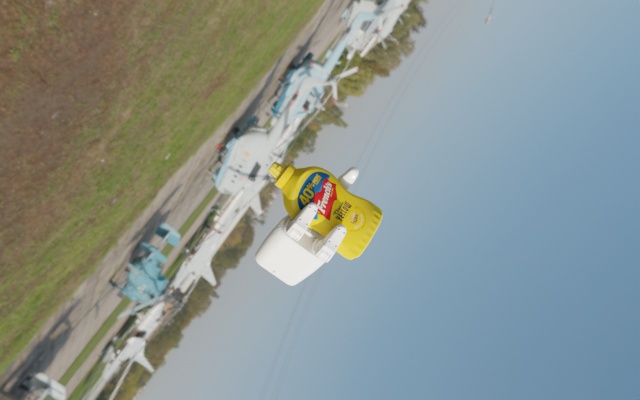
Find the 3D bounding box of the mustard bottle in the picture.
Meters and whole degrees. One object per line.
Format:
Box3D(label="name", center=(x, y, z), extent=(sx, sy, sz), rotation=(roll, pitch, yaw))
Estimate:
Box3D(label="mustard bottle", center=(0.000, 0.002, 0.753), extent=(0.191, 0.096, 0.058), rotation=(36, -22, -8))
